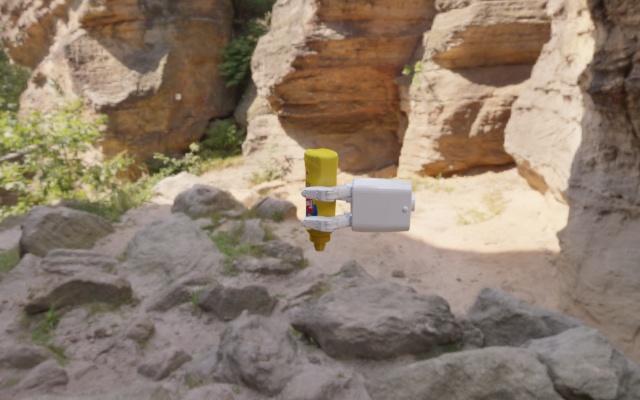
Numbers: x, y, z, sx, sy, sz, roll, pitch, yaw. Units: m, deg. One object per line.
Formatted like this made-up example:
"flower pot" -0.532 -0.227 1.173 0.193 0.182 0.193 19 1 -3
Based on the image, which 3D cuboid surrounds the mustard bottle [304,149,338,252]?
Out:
"mustard bottle" 0.000 0.003 0.896 0.058 0.192 0.096 -4 15 -18
